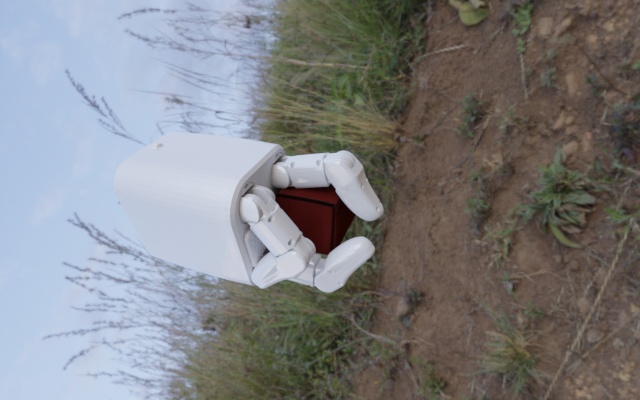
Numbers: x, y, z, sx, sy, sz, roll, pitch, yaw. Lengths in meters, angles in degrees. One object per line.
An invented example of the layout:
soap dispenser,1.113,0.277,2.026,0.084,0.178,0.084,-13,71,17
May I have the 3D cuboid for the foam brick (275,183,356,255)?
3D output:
foam brick,0.000,0.001,0.415,0.051,0.053,0.078,10,32,17
